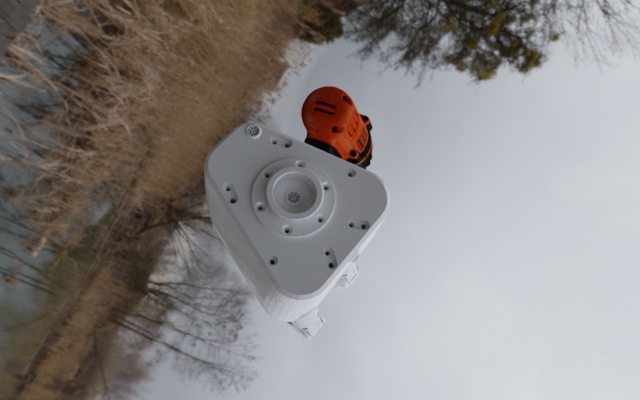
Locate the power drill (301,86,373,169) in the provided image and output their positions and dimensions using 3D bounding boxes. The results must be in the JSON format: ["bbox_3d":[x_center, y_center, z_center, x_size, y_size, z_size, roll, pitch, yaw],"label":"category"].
[{"bbox_3d":[0.000,0.002,0.467,0.057,0.187,0.184,17,-5,16],"label":"power drill"}]
